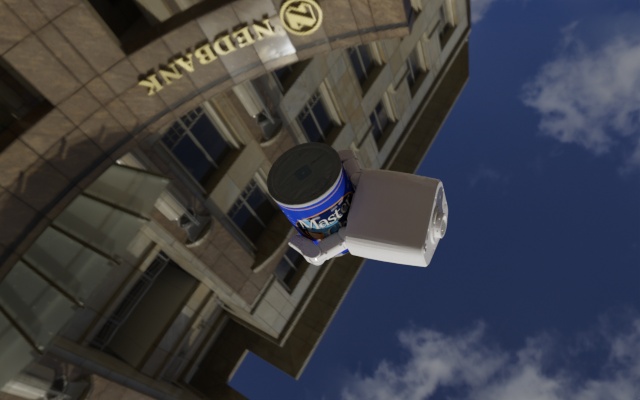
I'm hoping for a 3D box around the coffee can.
[{"bbox_3d":[0.000,0.002,0.669,0.103,0.102,0.140,0,-34,23],"label":"coffee can"}]
